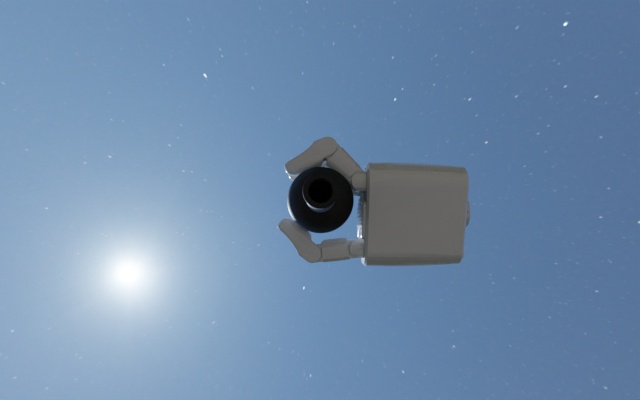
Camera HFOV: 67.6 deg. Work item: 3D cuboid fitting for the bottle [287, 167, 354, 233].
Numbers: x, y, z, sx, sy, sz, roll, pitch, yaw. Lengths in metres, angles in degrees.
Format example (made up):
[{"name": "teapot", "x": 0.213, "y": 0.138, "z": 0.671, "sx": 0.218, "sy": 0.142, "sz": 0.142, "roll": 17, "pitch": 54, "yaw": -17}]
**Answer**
[{"name": "bottle", "x": 0.000, "y": 0.002, "z": 0.512, "sx": 0.069, "sy": 0.069, "sz": 0.296, "roll": 0, "pitch": -4, "yaw": 0}]
